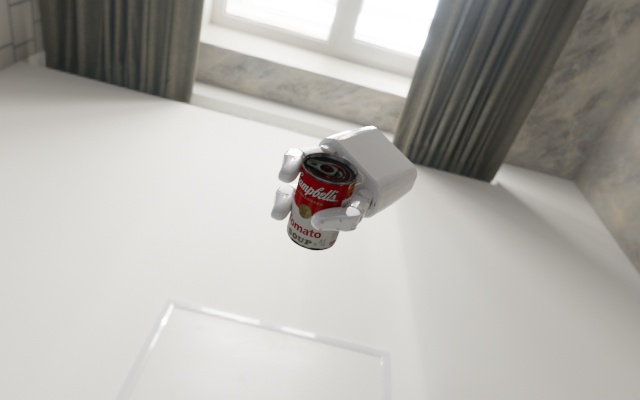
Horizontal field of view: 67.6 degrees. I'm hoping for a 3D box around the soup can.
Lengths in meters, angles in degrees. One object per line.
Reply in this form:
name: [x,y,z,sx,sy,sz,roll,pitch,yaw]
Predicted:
soup can: [0.000,0.002,0.584,0.068,0.102,0.068,11,33,-7]
